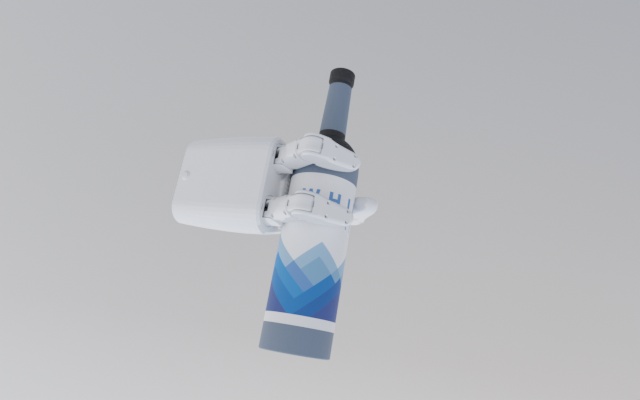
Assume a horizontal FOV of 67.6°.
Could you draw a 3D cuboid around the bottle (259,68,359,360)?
[{"bbox_3d":[0.000,0.002,0.478,0.069,0.295,0.069,9,-16,3],"label":"bottle"}]
